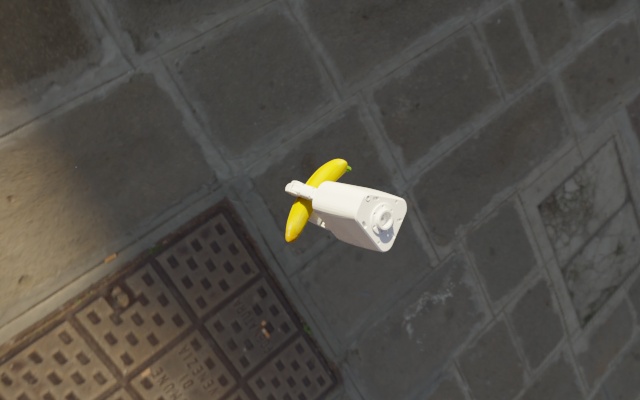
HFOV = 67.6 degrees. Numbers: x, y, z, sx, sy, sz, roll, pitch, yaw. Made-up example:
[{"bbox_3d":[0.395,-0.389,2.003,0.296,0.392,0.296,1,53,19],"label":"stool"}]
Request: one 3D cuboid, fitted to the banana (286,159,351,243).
[{"bbox_3d":[-0.004,-0.012,0.854,0.037,0.197,0.070,19,-31,40],"label":"banana"}]
